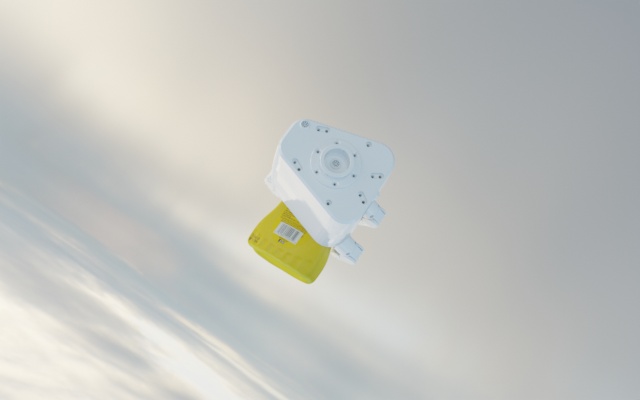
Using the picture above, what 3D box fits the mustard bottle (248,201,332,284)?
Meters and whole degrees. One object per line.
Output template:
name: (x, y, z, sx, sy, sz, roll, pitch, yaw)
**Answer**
mustard bottle: (0.000, 0.002, 0.600, 0.096, 0.191, 0.058, 26, -18, 25)
